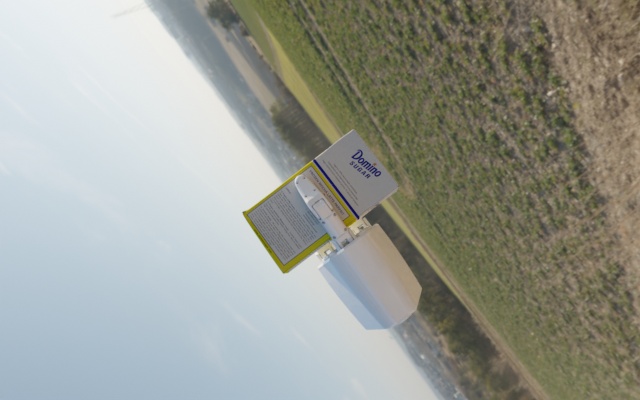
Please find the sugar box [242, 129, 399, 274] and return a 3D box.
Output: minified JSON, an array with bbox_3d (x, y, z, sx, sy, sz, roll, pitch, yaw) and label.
[{"bbox_3d":[0.000,0.002,0.595,0.176,0.093,0.048,-36,-9,-2],"label":"sugar box"}]
